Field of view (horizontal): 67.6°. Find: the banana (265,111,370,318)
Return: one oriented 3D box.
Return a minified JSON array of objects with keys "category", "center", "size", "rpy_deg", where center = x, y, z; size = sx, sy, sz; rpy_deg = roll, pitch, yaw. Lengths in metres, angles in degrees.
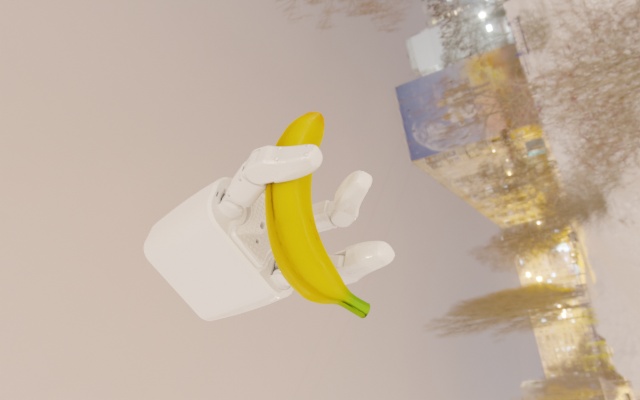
[{"category":"banana","center":[-0.014,0.001,0.388],"size":[0.069,0.197,0.037],"rpy_deg":[13,-37,-36]}]
